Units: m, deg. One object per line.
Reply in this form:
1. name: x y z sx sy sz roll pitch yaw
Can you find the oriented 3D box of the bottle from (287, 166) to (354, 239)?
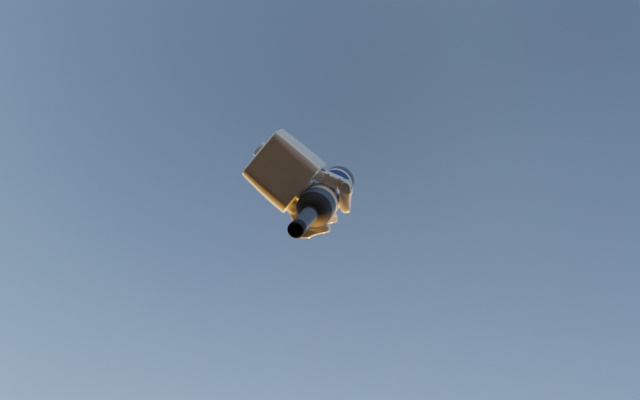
1. bottle: 0.000 0.003 0.869 0.069 0.069 0.295 0 17 16
